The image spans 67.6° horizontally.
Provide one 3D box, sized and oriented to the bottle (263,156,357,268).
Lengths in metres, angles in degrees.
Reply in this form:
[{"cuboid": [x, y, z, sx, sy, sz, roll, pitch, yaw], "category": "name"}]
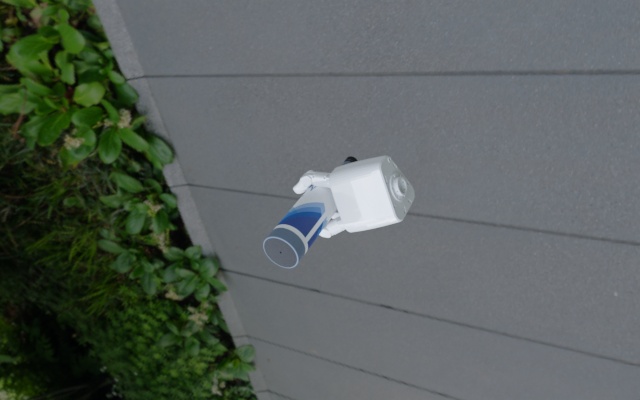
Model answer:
[{"cuboid": [0.000, 0.003, 0.878, 0.069, 0.069, 0.295, 0, 34, 32], "category": "bottle"}]
